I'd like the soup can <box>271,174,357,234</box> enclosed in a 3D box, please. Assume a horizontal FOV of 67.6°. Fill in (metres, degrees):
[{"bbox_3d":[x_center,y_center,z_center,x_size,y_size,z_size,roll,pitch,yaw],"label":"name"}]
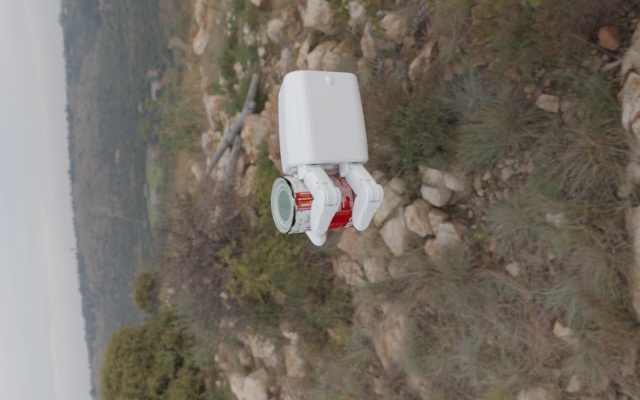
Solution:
[{"bbox_3d":[0.000,0.002,0.571,0.102,0.068,0.068,-5,2,-27],"label":"soup can"}]
